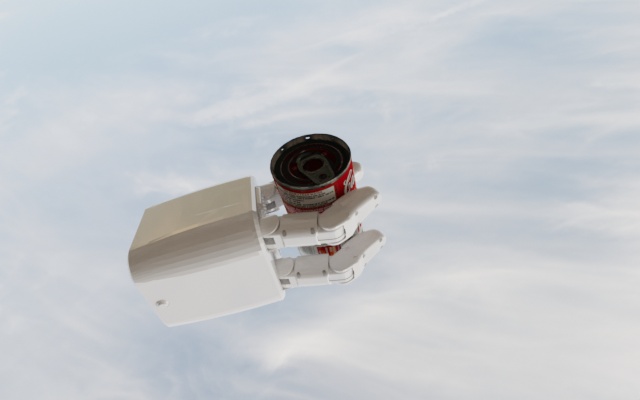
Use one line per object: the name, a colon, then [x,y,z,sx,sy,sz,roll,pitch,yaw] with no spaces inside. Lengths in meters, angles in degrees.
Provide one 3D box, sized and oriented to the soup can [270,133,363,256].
soup can: [0.001,0.001,0.425,0.068,0.068,0.102,0,-44,14]
